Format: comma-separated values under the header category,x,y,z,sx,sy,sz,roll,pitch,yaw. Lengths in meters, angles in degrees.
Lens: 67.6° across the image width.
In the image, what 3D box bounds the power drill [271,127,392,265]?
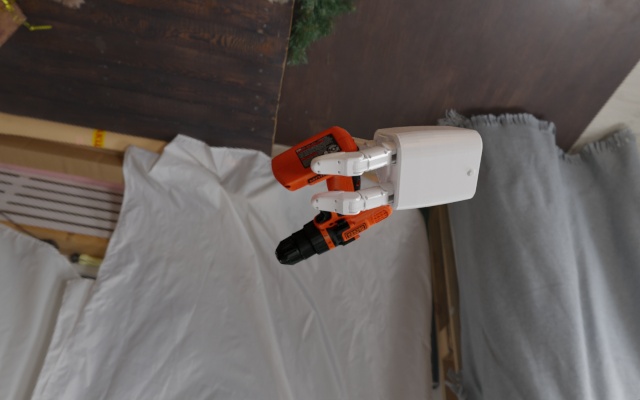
category,x,y,z,sx,sy,sz,roll,pitch,yaw
power drill,0.000,0.002,0.642,0.184,0.057,0.188,-29,-37,-3
